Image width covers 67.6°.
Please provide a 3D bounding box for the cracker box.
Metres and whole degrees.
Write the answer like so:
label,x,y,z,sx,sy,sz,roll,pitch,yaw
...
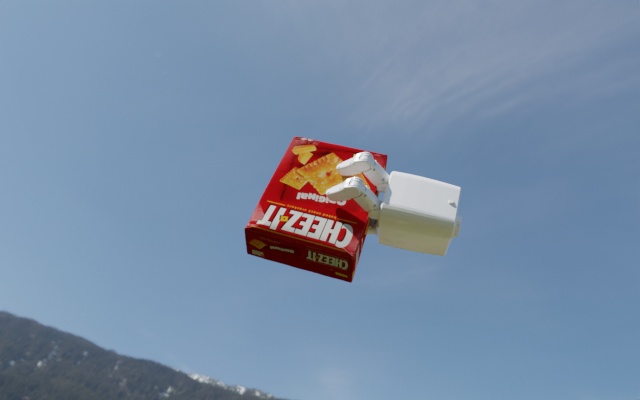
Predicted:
label,x,y,z,sx,sy,sz,roll,pitch,yaw
cracker box,0.000,0.002,0.738,0.164,0.213,0.072,14,-41,11
